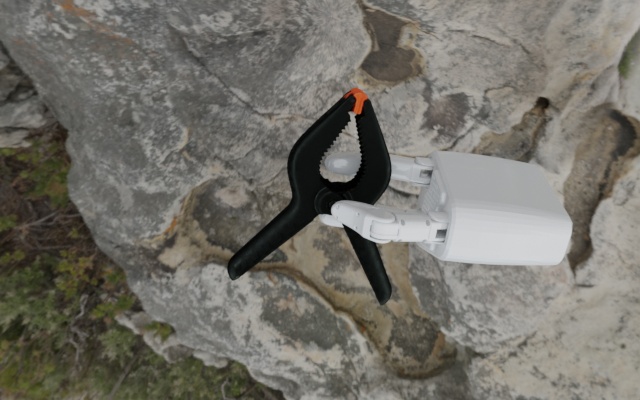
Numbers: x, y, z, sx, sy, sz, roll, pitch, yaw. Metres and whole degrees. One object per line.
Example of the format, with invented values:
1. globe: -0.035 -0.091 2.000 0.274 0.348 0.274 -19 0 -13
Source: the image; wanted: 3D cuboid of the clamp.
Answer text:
1. clamp: 0.000 0.001 0.441 0.164 0.210 0.036 4 21 -7
